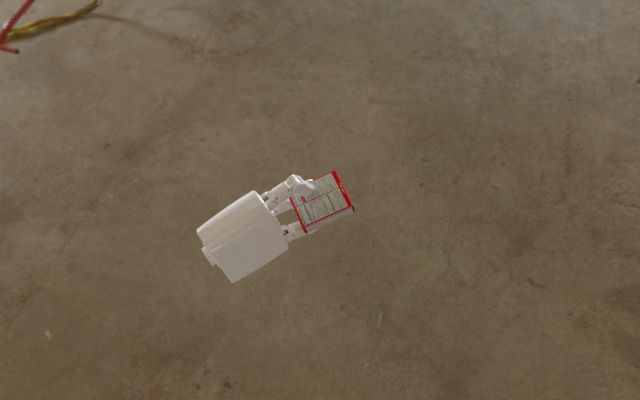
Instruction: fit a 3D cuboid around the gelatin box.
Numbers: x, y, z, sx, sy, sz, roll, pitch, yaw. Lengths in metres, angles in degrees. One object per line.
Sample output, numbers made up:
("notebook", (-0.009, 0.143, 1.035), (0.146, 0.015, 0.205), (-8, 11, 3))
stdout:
("gelatin box", (0.000, 0.002, 0.772), (0.089, 0.073, 0.030), (-25, -28, -1))
